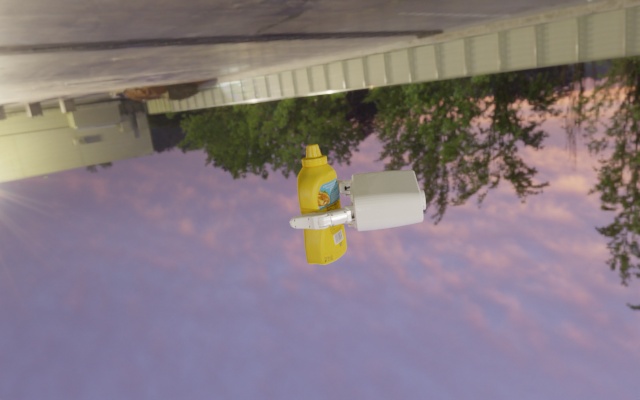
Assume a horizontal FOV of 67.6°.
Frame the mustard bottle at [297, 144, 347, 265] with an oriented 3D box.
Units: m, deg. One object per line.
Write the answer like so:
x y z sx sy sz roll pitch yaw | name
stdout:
0.000 0.003 0.791 0.058 0.192 0.096 0 15 29 | mustard bottle
